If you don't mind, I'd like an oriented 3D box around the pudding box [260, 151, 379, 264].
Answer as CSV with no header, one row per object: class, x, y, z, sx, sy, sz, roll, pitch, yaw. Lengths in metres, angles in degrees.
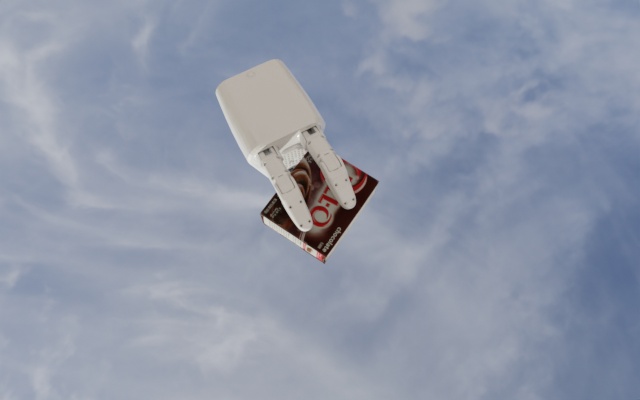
pudding box,0.000,0.002,0.549,0.090,0.113,0.039,32,-17,11
